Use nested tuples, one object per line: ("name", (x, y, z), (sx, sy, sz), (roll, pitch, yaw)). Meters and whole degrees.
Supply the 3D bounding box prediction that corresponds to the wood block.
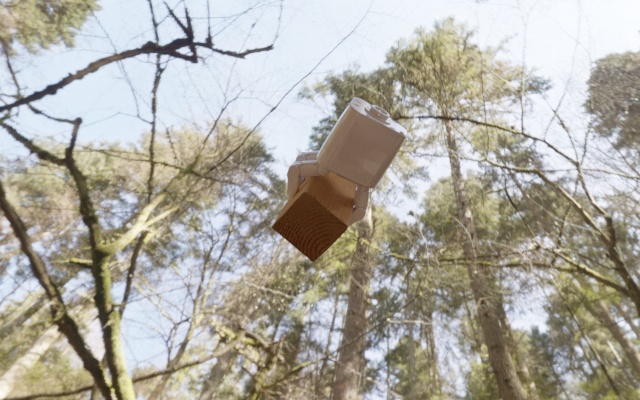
("wood block", (0.001, 0.003, 0.830), (0.091, 0.090, 0.206), (40, 24, -7))
